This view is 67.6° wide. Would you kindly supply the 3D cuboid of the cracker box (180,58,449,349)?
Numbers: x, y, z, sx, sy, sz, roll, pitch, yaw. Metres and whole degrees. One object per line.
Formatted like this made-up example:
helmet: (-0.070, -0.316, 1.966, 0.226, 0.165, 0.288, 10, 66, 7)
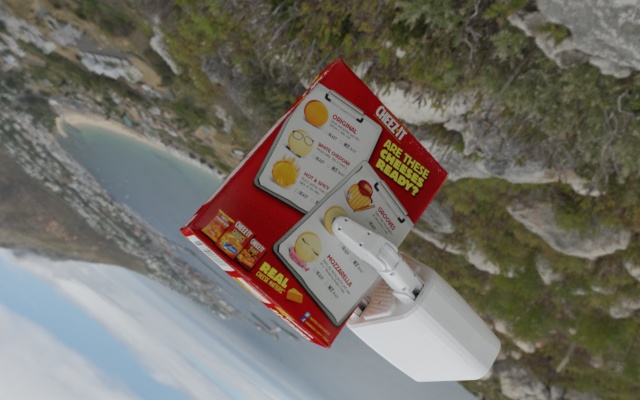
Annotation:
cracker box: (0.000, 0.002, 0.458, 0.164, 0.213, 0.072, 44, -21, -15)
